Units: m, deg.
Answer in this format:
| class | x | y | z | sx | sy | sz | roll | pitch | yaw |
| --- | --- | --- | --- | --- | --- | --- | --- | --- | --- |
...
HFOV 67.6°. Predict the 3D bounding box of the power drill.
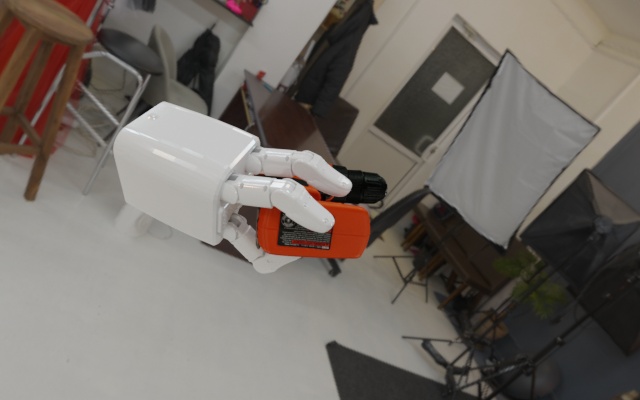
| class | x | y | z | sx | sy | sz | roll | pitch | yaw |
| --- | --- | --- | --- | --- | --- | --- | --- | --- | --- |
| power drill | 0.000 | 0.002 | 0.528 | 0.184 | 0.057 | 0.187 | 3 | 17 | -7 |
